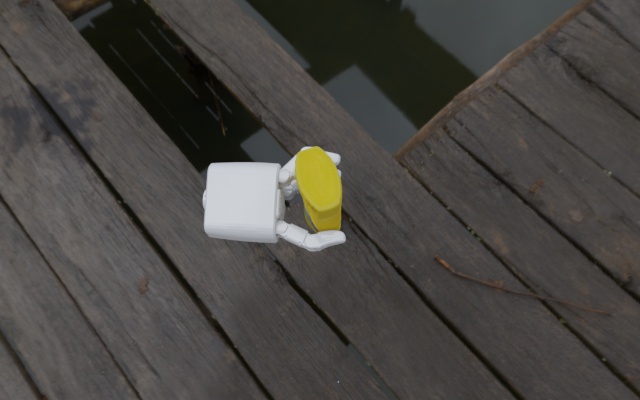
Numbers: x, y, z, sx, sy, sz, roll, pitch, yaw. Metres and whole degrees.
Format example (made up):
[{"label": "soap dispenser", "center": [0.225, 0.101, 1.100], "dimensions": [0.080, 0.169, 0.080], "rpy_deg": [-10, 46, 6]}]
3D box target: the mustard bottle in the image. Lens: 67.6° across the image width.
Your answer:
[{"label": "mustard bottle", "center": [0.000, 0.002, 0.719], "dimensions": [0.058, 0.096, 0.192], "rpy_deg": [-20, -20, -5]}]
